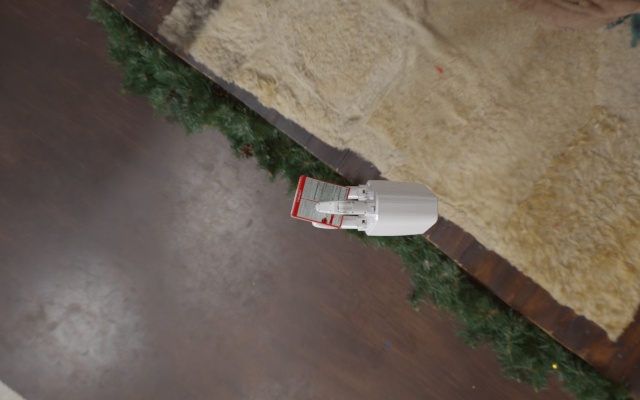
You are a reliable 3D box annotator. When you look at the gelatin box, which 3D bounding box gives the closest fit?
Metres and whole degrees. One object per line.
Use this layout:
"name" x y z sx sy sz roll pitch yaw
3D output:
"gelatin box" 0.000 0.003 0.822 0.089 0.073 0.030 14 -2 -9
